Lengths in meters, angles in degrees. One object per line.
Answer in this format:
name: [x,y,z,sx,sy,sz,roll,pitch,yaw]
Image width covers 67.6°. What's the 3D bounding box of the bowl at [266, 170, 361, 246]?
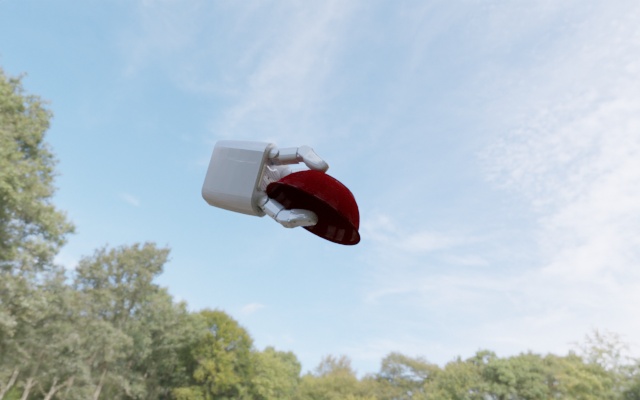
bowl: [0.001,0.003,0.721,0.162,0.055,0.162,28,-20,11]
